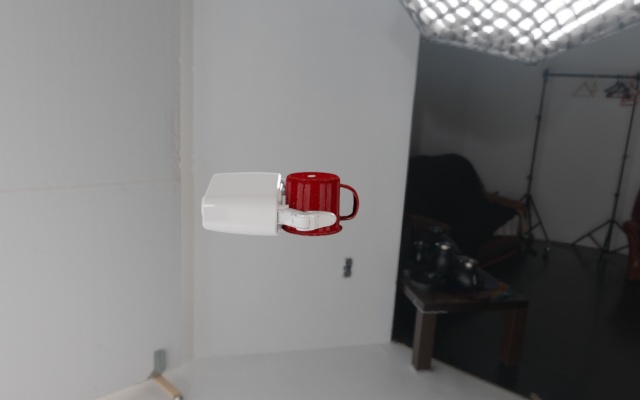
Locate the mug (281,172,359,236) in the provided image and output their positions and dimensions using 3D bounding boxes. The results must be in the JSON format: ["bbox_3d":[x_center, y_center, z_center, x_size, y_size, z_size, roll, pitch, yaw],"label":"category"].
[{"bbox_3d":[0.002,0.002,0.716,0.117,0.081,0.093,1,12,-3],"label":"mug"}]
